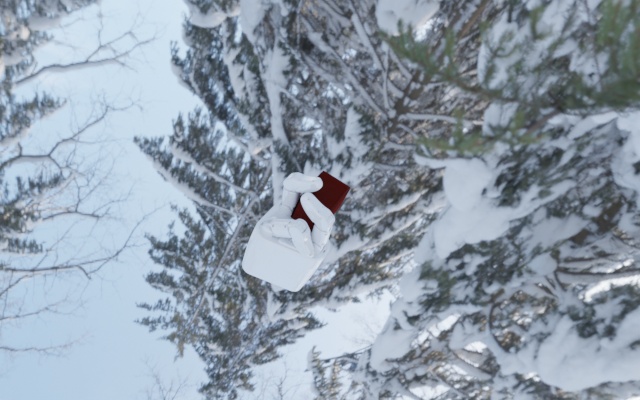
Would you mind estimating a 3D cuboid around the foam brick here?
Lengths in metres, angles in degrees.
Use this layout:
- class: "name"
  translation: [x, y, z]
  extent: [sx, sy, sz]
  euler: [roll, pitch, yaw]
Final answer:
- class: "foam brick"
  translation: [0.000, 0.002, 0.733]
  extent: [0.053, 0.051, 0.078]
  euler: [34, 45, 7]
